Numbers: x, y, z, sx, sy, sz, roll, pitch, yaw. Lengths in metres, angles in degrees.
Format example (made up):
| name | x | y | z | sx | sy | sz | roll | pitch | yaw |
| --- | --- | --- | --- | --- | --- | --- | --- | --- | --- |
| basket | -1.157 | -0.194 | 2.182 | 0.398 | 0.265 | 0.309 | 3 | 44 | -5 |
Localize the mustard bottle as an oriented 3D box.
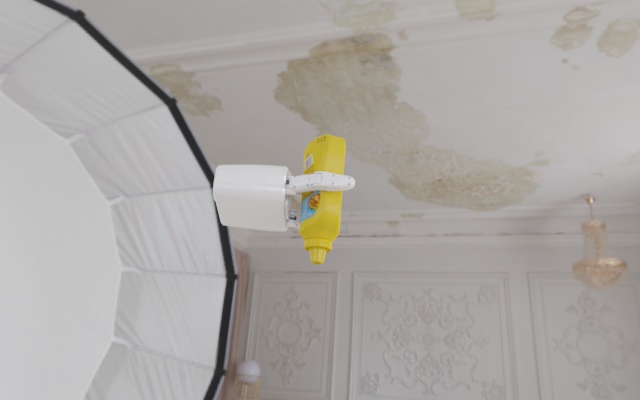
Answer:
| name | x | y | z | sx | sy | sz | roll | pitch | yaw |
| --- | --- | --- | --- | --- | --- | --- | --- | --- | --- |
| mustard bottle | 0.000 | 0.002 | 0.731 | 0.058 | 0.191 | 0.096 | 13 | -23 | -21 |
